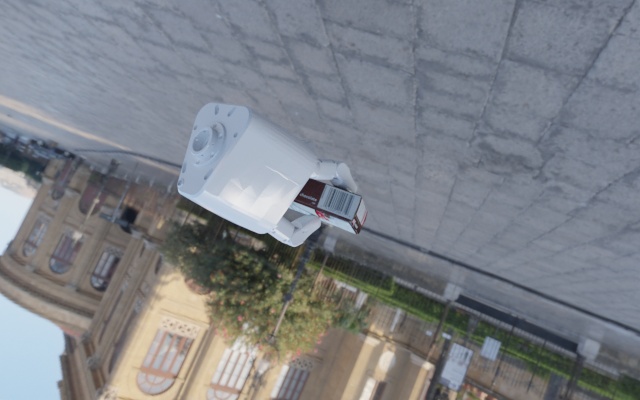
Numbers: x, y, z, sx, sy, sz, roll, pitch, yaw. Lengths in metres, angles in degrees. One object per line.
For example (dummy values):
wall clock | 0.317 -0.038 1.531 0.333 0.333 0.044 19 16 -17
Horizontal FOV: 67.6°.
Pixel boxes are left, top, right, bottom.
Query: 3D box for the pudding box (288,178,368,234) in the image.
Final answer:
pudding box | 0.000 0.002 0.614 0.113 0.039 0.090 22 -8 14
